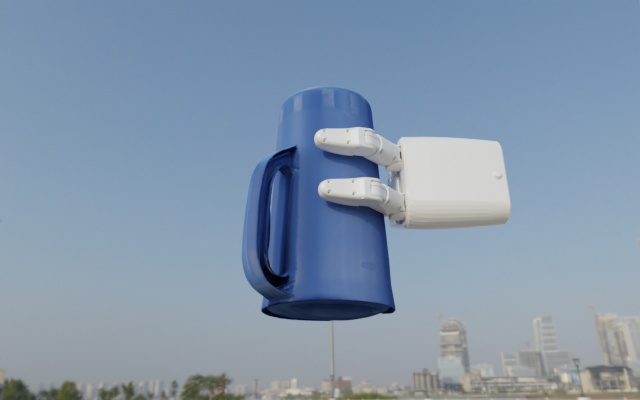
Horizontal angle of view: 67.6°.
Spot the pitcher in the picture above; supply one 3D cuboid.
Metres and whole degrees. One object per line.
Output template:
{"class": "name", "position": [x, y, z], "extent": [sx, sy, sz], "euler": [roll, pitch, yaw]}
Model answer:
{"class": "pitcher", "position": [0.000, 0.002, 0.507], "extent": [0.145, 0.242, 0.149], "euler": [0, -21, -2]}
